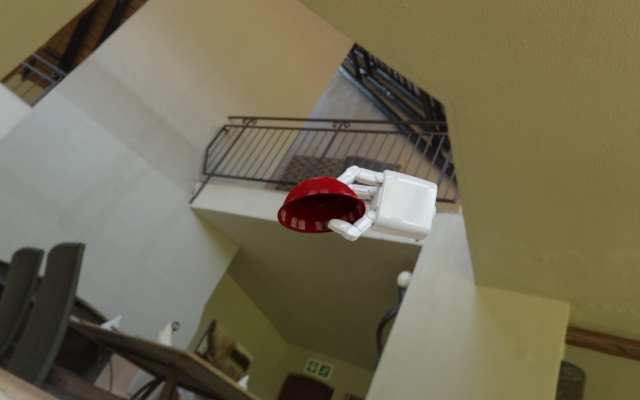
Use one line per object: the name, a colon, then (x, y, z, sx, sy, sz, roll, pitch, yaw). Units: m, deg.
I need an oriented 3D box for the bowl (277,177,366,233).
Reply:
bowl: (-0.001, 0.002, 0.873, 0.162, 0.055, 0.162, -5, -28, -3)
